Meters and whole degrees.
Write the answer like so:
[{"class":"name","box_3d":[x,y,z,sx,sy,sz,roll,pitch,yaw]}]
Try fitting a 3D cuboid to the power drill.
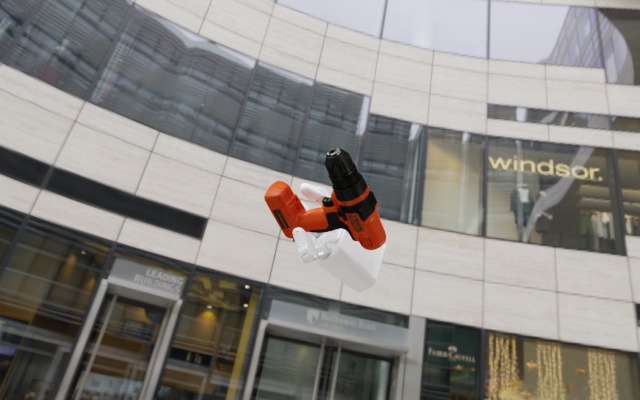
[{"class":"power drill","box_3d":[0.000,0.003,0.773,0.187,0.184,0.057,-1,36,39]}]
